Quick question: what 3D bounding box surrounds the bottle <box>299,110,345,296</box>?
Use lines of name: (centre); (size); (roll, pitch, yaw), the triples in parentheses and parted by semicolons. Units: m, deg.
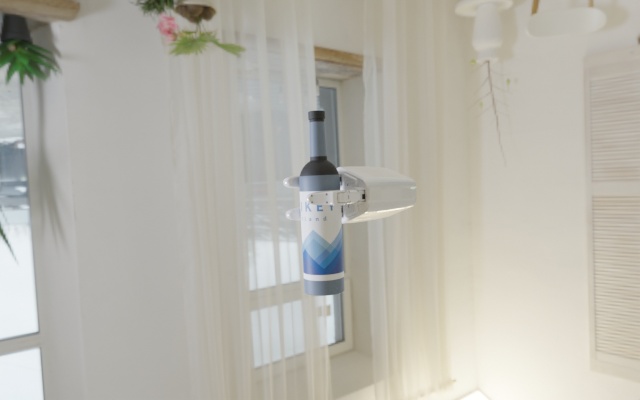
bottle: (0.000, 0.003, 0.781); (0.069, 0.296, 0.069); (-3, 2, 0)
